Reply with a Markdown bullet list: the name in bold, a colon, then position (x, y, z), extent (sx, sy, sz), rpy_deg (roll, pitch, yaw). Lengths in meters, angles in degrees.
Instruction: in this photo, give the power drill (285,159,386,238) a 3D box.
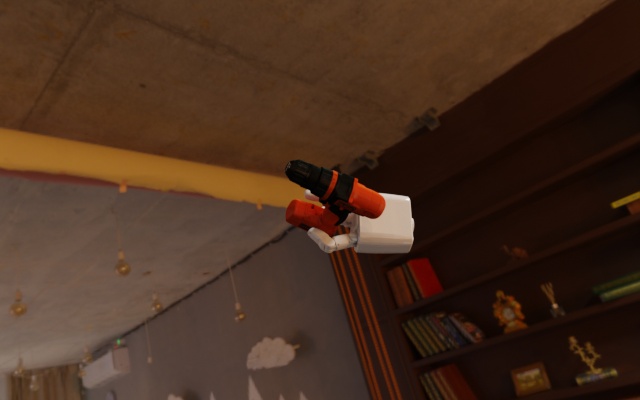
- **power drill**: position (0.000, 0.003, 0.865), extent (0.184, 0.057, 0.188), rpy_deg (25, -26, -13)
